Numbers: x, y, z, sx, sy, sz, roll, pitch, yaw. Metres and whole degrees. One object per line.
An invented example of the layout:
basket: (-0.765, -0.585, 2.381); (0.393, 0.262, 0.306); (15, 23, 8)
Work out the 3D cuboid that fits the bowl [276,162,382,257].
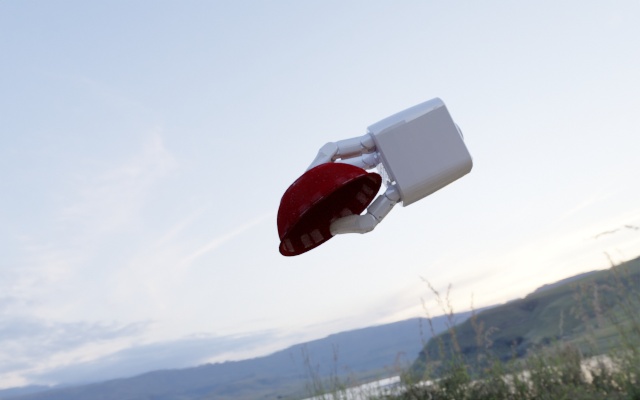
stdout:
bowl: (-0.001, 0.002, 0.614); (0.162, 0.055, 0.162); (-33, -20, -14)
